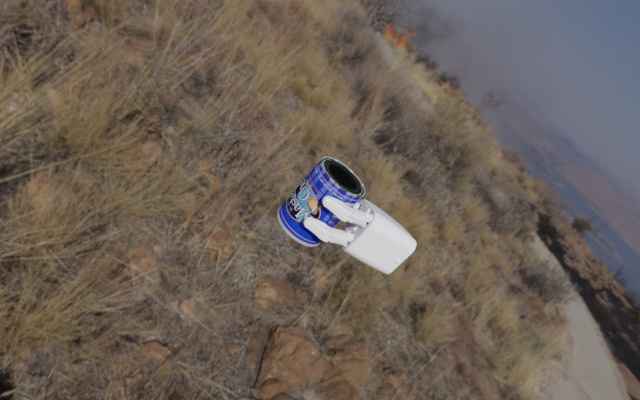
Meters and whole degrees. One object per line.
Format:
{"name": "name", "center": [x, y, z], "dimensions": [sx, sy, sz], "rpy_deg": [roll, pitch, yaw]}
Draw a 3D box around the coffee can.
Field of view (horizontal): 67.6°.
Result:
{"name": "coffee can", "center": [0.000, 0.003, 0.888], "dimensions": [0.140, 0.102, 0.103], "rpy_deg": [-48, -26, 25]}
